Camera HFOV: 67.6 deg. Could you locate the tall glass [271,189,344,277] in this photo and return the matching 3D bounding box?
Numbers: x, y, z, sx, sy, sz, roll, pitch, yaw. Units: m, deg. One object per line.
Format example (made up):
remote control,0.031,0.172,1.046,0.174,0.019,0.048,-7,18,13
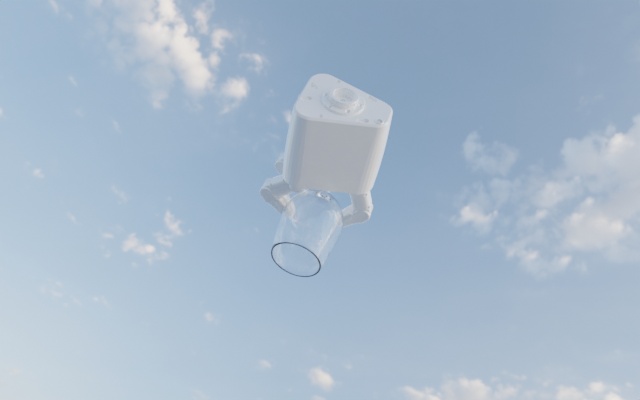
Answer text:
tall glass,0.000,0.002,0.621,0.079,0.079,0.201,0,43,24
